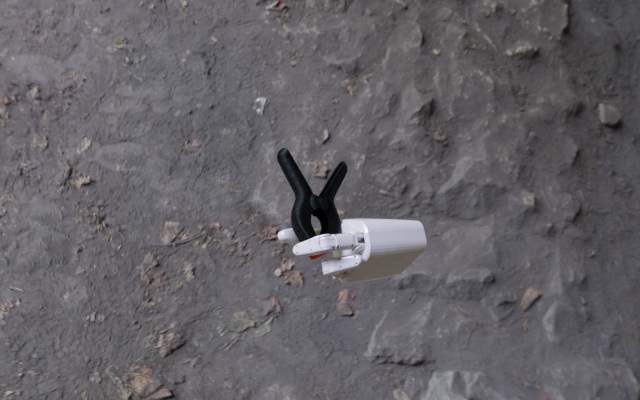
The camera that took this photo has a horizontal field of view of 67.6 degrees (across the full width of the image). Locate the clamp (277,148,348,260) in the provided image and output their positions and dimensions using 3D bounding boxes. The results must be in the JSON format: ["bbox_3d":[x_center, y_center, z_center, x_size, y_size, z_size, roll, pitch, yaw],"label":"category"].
[{"bbox_3d":[0.000,0.002,0.723,0.120,0.171,0.039,-2,-17,-26],"label":"clamp"}]
